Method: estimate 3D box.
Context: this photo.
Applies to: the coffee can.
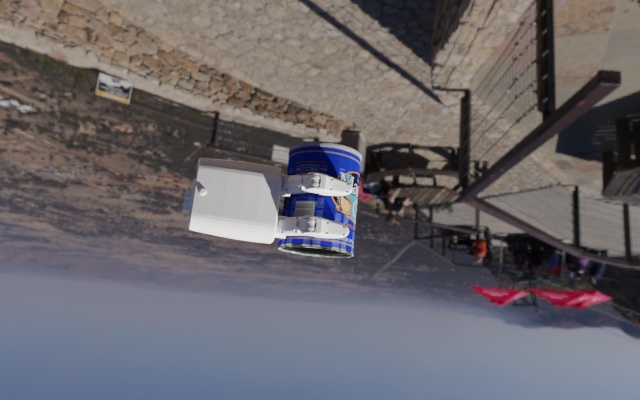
[{"bbox_3d":[0.000,0.002,0.655,0.103,0.140,0.103,5,-13,1],"label":"coffee can"}]
